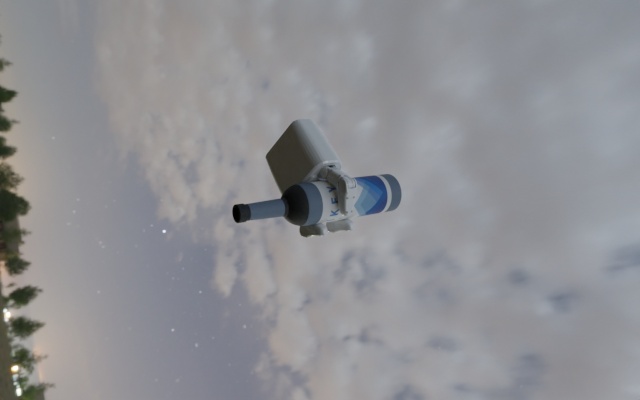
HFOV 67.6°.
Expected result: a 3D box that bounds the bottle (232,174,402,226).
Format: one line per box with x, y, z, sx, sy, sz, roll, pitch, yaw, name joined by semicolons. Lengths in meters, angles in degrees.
0.000;0.003;0.763;0.295;0.069;0.069;-8;4;-34;bottle
